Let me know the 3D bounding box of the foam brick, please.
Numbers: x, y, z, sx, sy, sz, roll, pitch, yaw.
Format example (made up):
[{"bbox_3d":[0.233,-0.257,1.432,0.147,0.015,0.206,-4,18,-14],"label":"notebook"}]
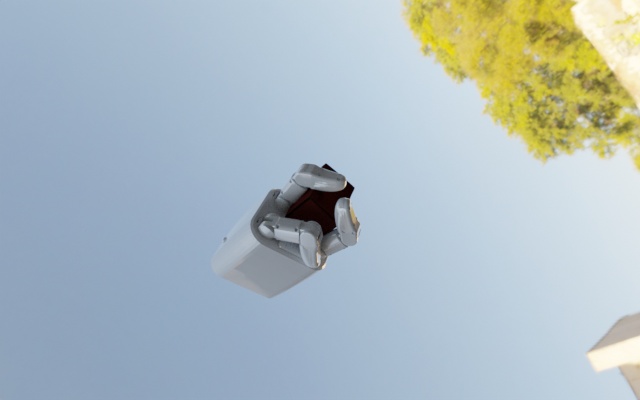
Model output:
[{"bbox_3d":[0.000,0.002,0.597,0.051,0.053,0.078,-39,16,37],"label":"foam brick"}]
